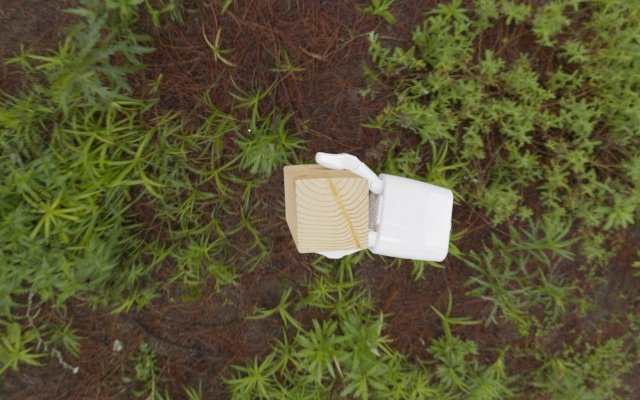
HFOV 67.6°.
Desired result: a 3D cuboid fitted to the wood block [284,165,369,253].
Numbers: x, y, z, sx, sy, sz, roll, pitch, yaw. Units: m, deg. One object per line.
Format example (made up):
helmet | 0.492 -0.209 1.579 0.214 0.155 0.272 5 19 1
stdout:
wood block | 0.001 0.002 0.671 0.090 0.091 0.206 -2 9 -8
